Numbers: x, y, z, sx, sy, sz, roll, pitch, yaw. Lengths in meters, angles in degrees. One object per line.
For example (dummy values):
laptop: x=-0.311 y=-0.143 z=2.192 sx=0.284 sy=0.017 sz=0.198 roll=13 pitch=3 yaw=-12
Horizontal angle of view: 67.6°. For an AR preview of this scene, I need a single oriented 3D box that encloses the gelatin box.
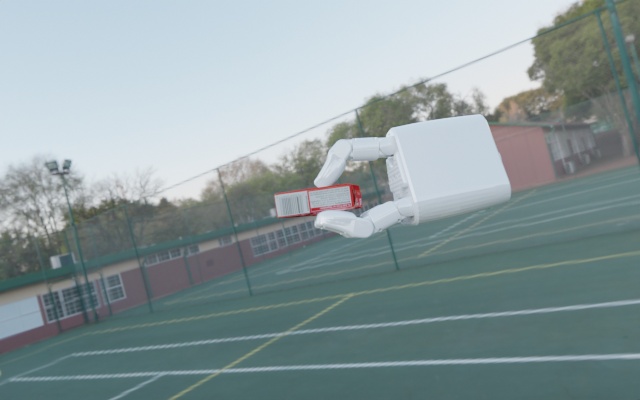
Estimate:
gelatin box: x=0.000 y=0.001 z=0.545 sx=0.089 sy=0.030 sz=0.073 roll=-8 pitch=-2 yaw=10
